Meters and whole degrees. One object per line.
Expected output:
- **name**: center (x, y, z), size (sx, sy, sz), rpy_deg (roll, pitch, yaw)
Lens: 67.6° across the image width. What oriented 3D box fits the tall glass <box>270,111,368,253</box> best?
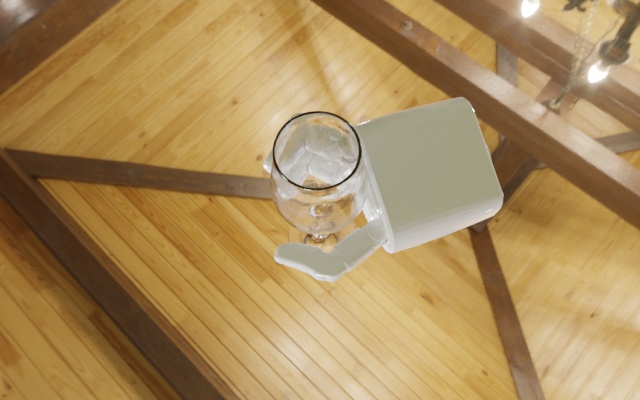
- **tall glass**: center (0.000, 0.002, 0.419), size (0.079, 0.079, 0.201), rpy_deg (0, -21, 2)
